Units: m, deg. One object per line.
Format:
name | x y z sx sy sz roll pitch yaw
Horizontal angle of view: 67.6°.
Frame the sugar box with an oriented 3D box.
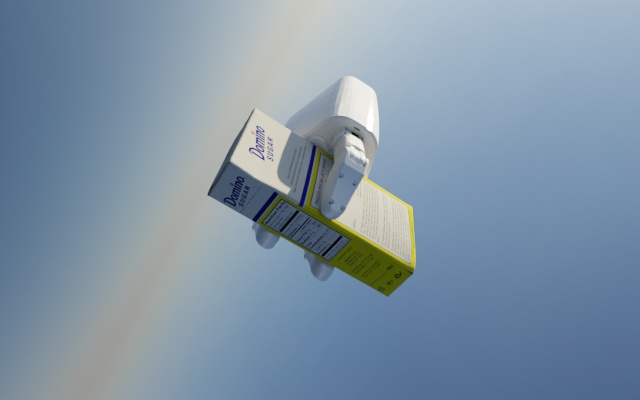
sugar box | 0.000 0.002 0.410 0.176 0.048 0.093 29 34 -13
